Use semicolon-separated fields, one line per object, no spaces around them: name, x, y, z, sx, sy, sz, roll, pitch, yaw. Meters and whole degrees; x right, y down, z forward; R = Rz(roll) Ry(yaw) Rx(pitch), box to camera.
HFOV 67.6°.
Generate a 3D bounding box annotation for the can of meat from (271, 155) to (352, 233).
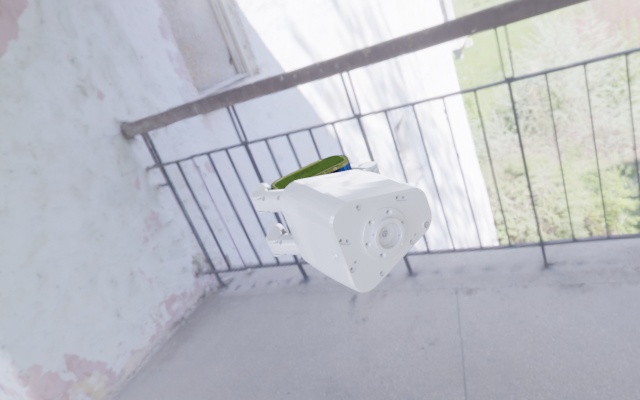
can of meat;0.000;0.002;0.574;0.102;0.084;0.057;-27;22;-17
